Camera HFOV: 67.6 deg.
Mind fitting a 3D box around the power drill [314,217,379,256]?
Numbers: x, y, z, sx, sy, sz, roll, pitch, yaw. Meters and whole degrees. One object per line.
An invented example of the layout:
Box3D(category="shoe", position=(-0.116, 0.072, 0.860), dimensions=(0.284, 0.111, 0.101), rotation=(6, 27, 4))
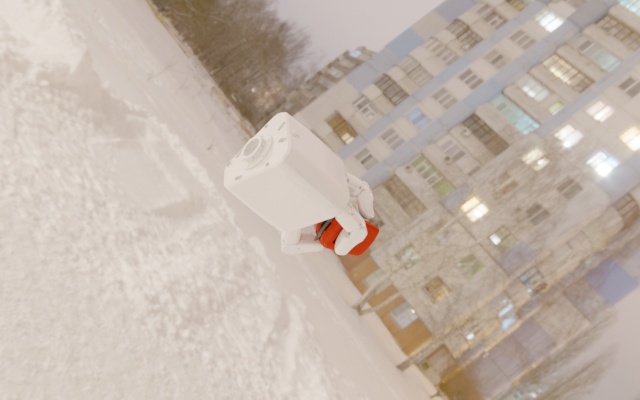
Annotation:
Box3D(category="power drill", position=(0.000, 0.002, 0.713), dimensions=(0.187, 0.057, 0.184), rotation=(44, 15, 36))
